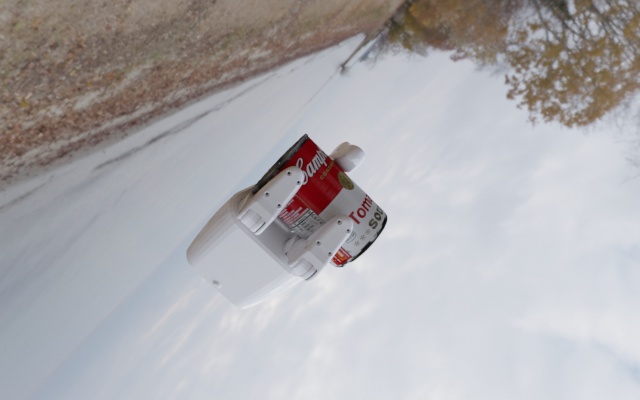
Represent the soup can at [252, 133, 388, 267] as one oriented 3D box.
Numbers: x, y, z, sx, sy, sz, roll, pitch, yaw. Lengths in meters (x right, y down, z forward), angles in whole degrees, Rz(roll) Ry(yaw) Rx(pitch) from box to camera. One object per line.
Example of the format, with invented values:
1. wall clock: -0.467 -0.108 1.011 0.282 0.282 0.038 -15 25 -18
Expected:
1. soup can: 0.001 0.001 0.416 0.102 0.068 0.068 44 -9 -9
